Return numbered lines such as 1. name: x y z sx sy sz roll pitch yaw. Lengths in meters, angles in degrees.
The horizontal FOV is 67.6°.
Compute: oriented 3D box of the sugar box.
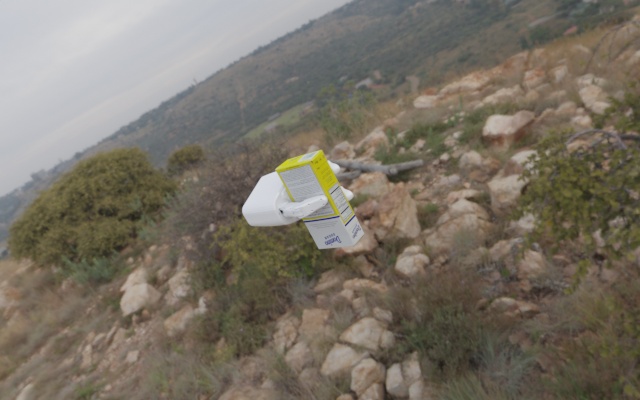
1. sugar box: 0.000 0.002 0.858 0.093 0.176 0.048 -10 27 44
